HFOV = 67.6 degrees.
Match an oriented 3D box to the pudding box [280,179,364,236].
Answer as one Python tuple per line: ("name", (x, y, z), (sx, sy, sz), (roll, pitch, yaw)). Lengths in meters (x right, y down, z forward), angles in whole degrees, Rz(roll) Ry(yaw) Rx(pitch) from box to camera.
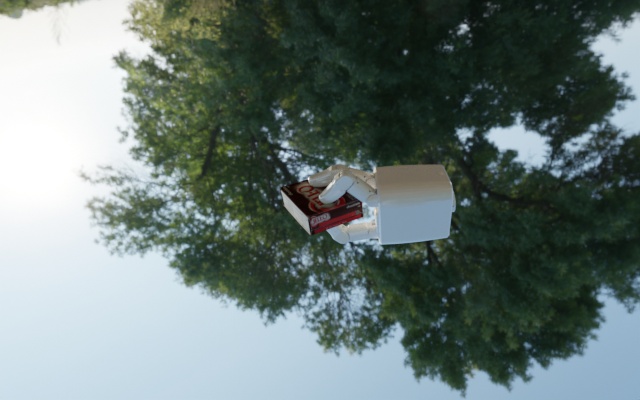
("pudding box", (0.000, 0.003, 0.731), (0.090, 0.039, 0.113), (-18, 28, -20))
